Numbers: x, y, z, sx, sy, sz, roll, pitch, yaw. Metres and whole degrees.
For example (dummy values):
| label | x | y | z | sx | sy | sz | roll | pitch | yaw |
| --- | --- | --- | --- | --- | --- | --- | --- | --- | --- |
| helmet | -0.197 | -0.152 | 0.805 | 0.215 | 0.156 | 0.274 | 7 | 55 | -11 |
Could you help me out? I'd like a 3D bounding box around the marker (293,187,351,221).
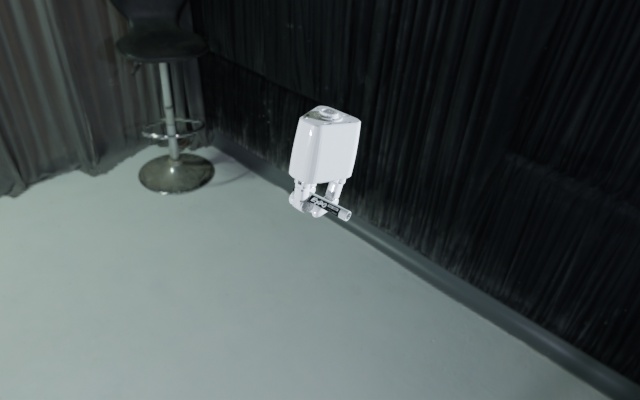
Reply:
| label | x | y | z | sx | sy | sz | roll | pitch | yaw |
| --- | --- | --- | --- | --- | --- | --- | --- | --- | --- |
| marker | 0.000 | 0.003 | 0.850 | 0.121 | 0.020 | 0.020 | 27 | 13 | 27 |
